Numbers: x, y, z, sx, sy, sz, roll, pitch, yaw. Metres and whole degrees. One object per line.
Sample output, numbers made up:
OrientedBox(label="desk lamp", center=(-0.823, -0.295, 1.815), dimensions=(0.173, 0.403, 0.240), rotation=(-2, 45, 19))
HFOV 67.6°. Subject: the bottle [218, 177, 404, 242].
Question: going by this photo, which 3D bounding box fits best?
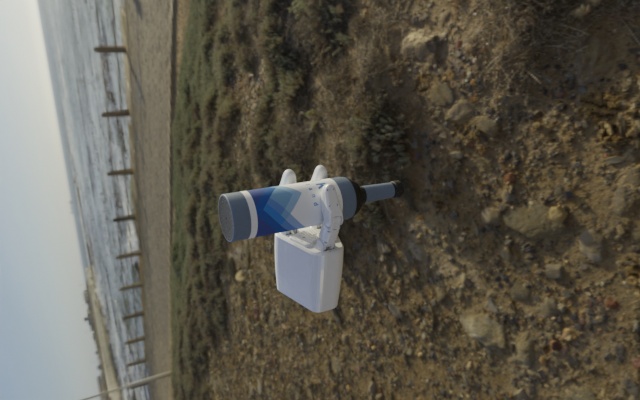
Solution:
OrientedBox(label="bottle", center=(0.000, 0.002, 0.716), dimensions=(0.295, 0.069, 0.069), rotation=(-10, 4, -27))
